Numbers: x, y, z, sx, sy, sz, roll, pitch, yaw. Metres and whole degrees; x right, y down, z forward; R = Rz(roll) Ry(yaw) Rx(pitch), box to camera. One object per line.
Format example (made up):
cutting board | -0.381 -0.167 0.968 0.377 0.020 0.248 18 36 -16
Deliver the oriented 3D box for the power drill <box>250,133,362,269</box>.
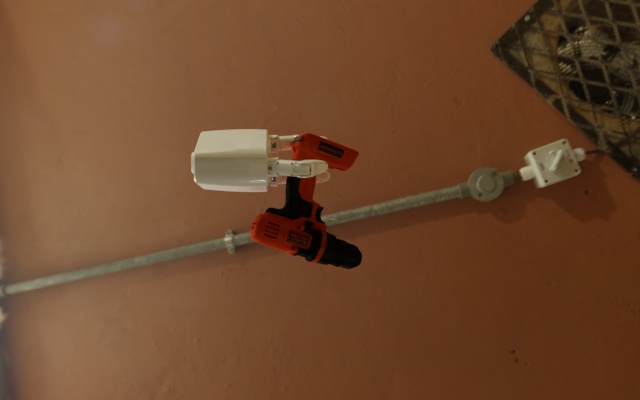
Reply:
power drill | 0.000 0.002 0.745 0.184 0.187 0.057 20 -12 -21
